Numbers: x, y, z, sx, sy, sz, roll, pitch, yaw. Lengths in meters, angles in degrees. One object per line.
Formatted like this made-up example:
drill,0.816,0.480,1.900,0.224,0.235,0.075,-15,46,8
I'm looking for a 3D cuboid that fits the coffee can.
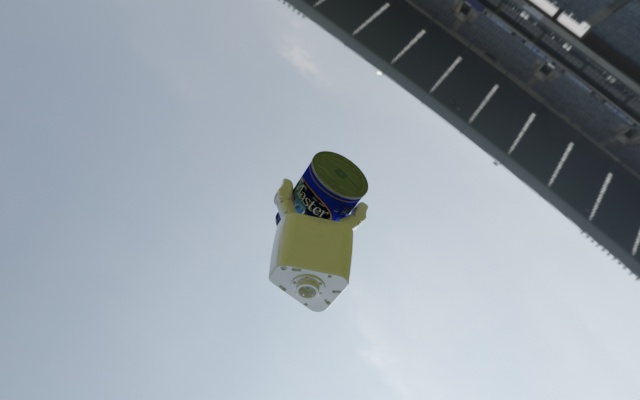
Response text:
coffee can,0.000,0.002,0.799,0.103,0.102,0.140,0,-42,-39
